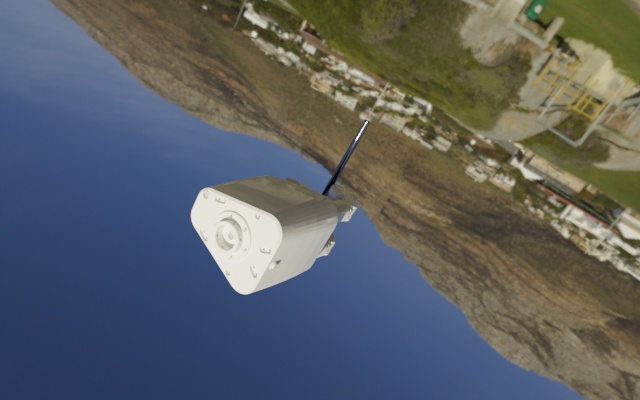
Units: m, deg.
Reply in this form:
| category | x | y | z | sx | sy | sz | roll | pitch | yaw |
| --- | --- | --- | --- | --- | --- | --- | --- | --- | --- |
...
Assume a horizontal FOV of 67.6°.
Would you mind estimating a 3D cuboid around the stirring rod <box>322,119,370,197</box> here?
| category | x | y | z | sx | sy | sz | roll | pitch | yaw |
| --- | --- | --- | --- | --- | --- | --- | --- | --- | --- |
| stirring rod | 0.000 | 0.002 | 0.613 | 0.011 | 0.240 | 0.011 | 25 | 23 | -12 |
